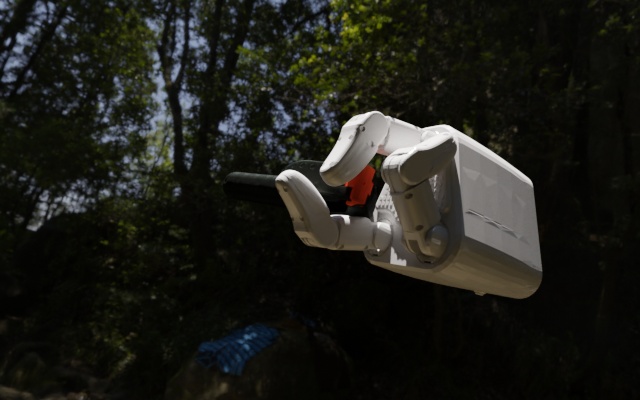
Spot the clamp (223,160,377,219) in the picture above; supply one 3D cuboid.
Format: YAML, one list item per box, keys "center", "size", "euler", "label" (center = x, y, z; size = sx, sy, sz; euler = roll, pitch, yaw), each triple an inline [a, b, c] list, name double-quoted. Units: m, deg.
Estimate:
- center: [0.000, 0.001, 0.405]
  size: [0.120, 0.039, 0.171]
  euler: [19, -11, -32]
  label: "clamp"
